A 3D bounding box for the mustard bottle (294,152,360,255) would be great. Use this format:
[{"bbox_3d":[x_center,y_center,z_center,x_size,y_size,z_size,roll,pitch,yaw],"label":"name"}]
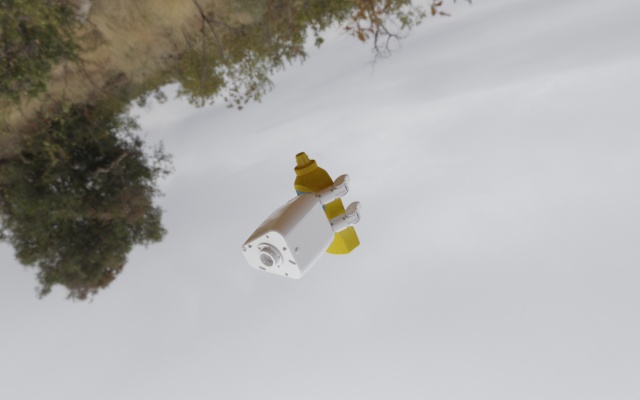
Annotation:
[{"bbox_3d":[0.000,0.003,0.848,0.058,0.192,0.096,-34,23,-24],"label":"mustard bottle"}]
